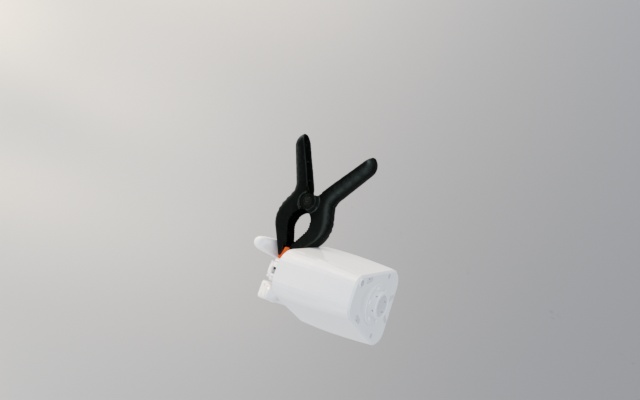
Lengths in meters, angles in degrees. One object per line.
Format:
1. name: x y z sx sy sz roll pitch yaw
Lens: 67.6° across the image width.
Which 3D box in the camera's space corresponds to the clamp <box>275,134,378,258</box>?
1. clamp: 0.000 0.002 0.611 0.120 0.171 0.039 12 -7 32
